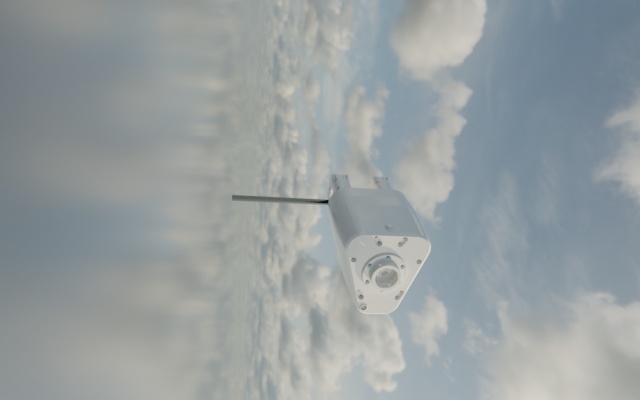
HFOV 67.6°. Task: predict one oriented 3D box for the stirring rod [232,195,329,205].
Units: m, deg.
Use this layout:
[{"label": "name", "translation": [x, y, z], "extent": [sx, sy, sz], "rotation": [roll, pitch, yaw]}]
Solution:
[{"label": "stirring rod", "translation": [0.000, 0.002, 0.658], "extent": [0.239, 0.011, 0.011], "rotation": [3, -1, -9]}]
